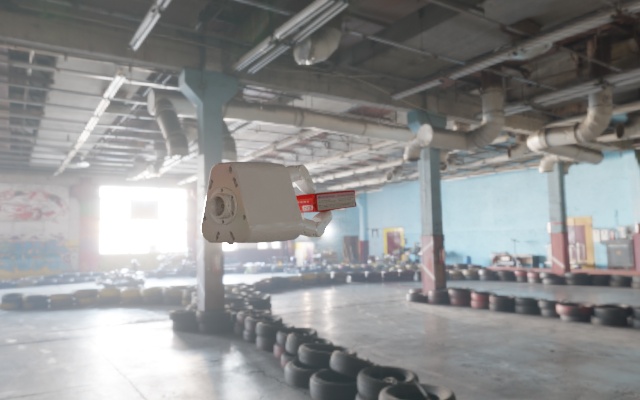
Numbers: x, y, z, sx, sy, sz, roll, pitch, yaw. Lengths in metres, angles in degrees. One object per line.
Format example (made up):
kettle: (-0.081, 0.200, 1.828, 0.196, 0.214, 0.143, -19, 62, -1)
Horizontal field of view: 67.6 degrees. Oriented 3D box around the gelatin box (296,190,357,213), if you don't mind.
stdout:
gelatin box: (0.000, 0.002, 0.755, 0.089, 0.030, 0.073, -7, 2, -42)
